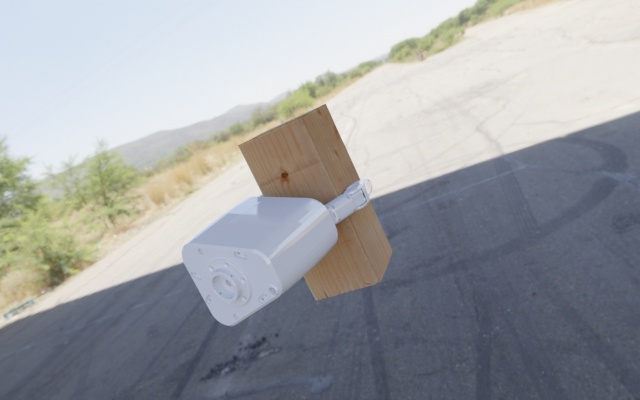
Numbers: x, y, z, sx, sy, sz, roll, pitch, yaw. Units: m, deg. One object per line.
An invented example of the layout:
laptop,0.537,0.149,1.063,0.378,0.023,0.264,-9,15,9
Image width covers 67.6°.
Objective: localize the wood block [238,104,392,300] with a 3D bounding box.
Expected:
wood block,0.000,0.002,0.575,0.091,0.206,0.090,-20,12,24
